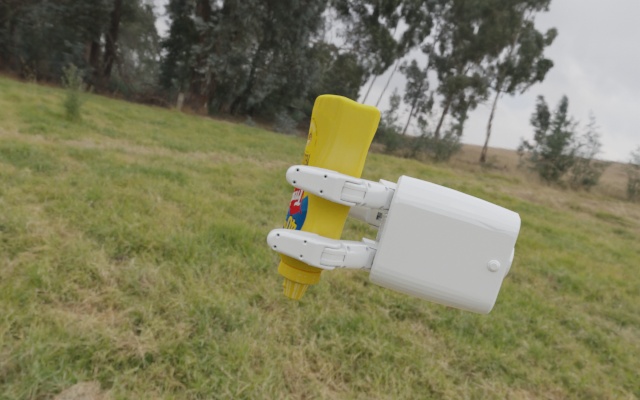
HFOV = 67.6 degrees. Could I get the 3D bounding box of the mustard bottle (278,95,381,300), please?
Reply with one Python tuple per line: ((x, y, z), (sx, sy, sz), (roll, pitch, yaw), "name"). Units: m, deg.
((0.000, 0.001, 0.447), (0.058, 0.191, 0.096), (14, 8, -14), "mustard bottle")
